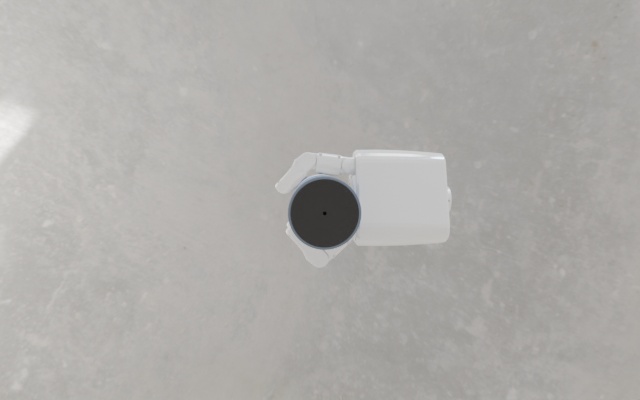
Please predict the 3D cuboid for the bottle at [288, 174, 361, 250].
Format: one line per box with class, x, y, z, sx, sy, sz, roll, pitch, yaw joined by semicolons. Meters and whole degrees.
bottle;0.000;0.002;0.574;0.069;0.069;0.295;0;4;-1
